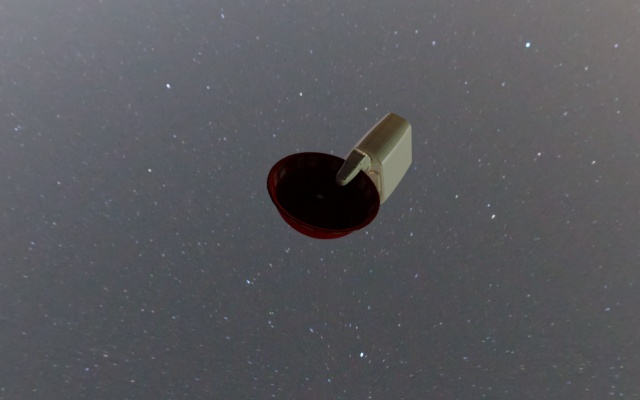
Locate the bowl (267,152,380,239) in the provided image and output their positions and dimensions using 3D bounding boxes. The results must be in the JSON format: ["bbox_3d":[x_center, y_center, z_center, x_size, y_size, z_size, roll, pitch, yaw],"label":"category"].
[{"bbox_3d":[-0.001,0.003,0.681,0.162,0.055,0.162,9,43,-9],"label":"bowl"}]
